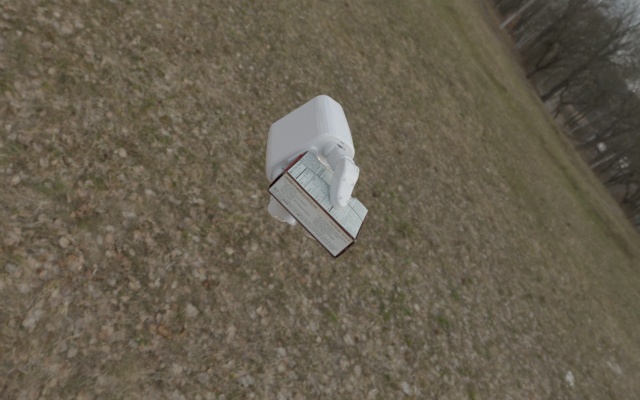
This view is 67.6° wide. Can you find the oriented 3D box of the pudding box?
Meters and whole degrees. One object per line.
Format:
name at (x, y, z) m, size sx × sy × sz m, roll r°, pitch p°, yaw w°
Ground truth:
pudding box at (0.000, 0.002, 0.557) m, size 0.039 × 0.113 × 0.090 m, roll -44°, pitch 4°, yaw 26°
